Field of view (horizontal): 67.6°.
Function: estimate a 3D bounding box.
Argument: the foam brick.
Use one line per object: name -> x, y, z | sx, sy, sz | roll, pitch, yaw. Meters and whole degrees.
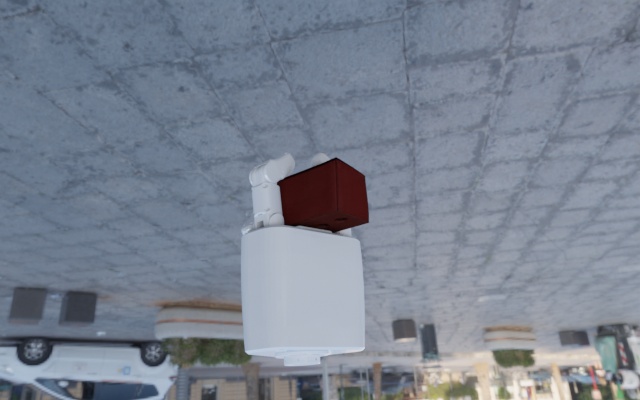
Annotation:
foam brick -> 0.000, 0.001, 0.455 | 0.078, 0.051, 0.053 | -19, -27, 33
